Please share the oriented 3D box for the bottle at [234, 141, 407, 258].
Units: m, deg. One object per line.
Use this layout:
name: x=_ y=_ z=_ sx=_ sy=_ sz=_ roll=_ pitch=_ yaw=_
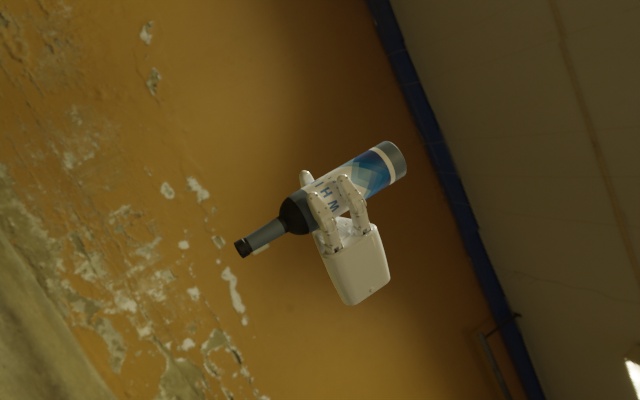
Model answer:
bottle: x=0.000 y=0.002 z=0.744 sx=0.295 sy=0.069 sz=0.069 roll=-31 pitch=10 yaw=-18
